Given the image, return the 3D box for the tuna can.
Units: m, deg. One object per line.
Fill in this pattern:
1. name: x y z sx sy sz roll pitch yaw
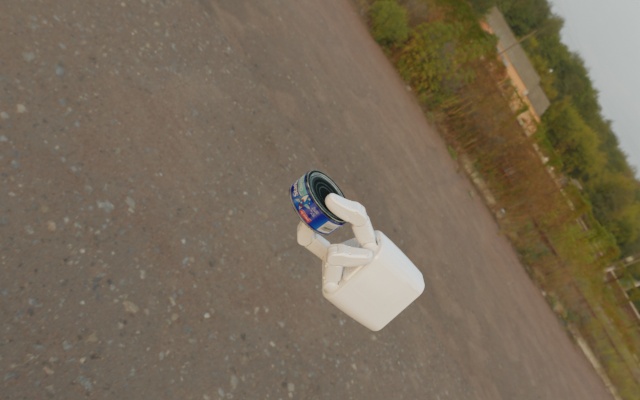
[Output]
1. tuna can: 0.000 0.002 0.638 0.034 0.086 0.086 -36 -19 27
